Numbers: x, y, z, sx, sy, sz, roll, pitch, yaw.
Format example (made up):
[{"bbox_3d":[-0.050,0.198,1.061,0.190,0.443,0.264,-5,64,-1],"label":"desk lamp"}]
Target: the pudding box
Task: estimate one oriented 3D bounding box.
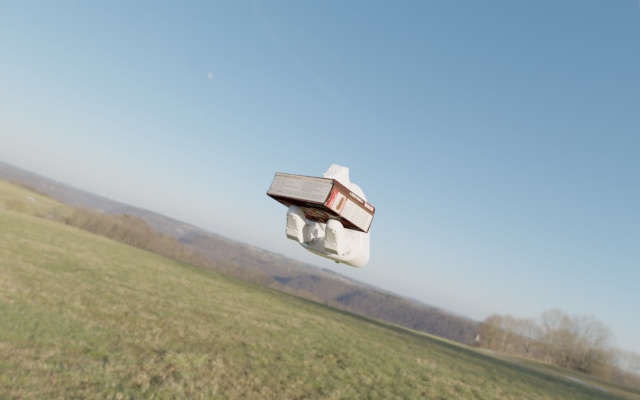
[{"bbox_3d":[0.000,0.002,0.608,0.113,0.039,0.090,7,-19,45],"label":"pudding box"}]
